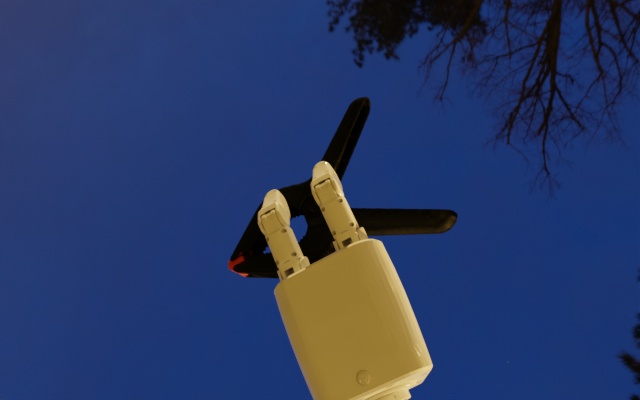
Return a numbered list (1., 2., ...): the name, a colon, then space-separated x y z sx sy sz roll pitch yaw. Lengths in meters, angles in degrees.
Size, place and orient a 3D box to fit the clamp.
1. clamp: 0.000 0.002 0.459 0.210 0.164 0.036 -28 -31 10
